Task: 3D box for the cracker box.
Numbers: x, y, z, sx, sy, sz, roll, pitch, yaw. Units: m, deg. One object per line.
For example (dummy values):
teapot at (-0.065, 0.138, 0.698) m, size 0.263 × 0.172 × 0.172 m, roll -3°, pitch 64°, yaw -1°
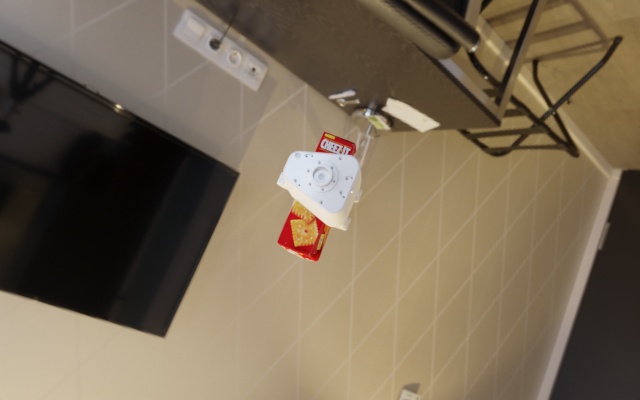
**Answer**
cracker box at (0.000, 0.003, 0.890) m, size 0.072 × 0.213 × 0.164 m, roll 22°, pitch -9°, yaw 7°
